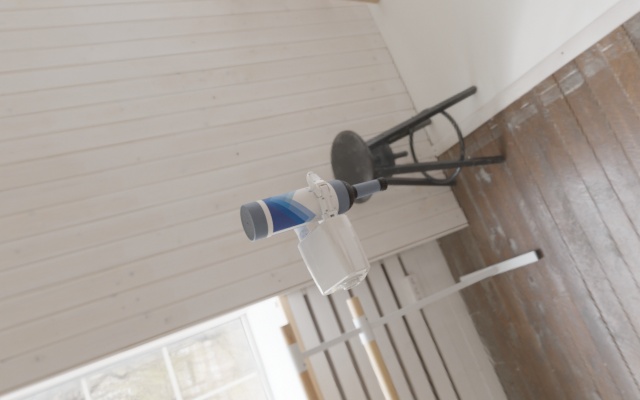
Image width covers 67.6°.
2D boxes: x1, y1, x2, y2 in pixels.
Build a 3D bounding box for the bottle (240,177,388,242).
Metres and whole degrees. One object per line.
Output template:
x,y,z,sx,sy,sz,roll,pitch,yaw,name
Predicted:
0.000,0.003,0.889,0.295,0.069,0.069,-16,7,-26,bottle
